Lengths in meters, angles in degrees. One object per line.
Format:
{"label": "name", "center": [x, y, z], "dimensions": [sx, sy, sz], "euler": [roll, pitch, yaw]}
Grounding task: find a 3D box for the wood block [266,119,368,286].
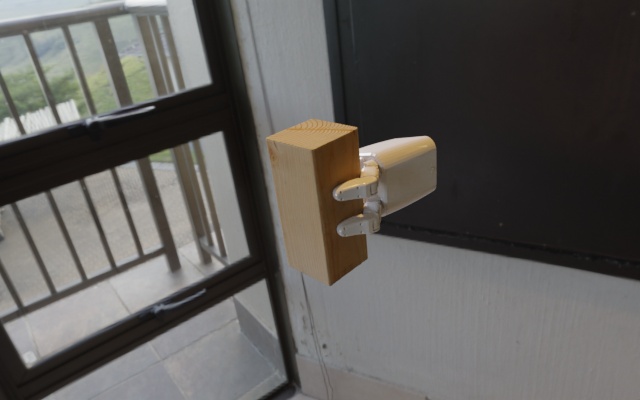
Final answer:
{"label": "wood block", "center": [0.000, 0.002, 0.672], "dimensions": [0.091, 0.206, 0.090], "euler": [20, 38, 41]}
